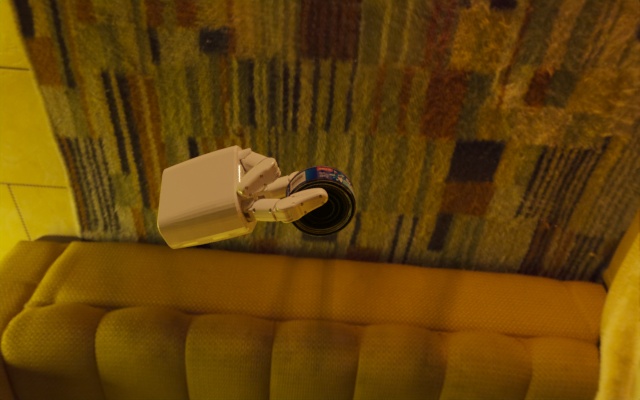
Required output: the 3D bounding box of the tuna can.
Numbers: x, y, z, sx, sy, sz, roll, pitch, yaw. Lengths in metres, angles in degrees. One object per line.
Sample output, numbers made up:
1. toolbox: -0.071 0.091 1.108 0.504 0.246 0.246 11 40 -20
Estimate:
1. tuna can: 0.000 0.002 0.584 0.086 0.086 0.033 0 34 -4
